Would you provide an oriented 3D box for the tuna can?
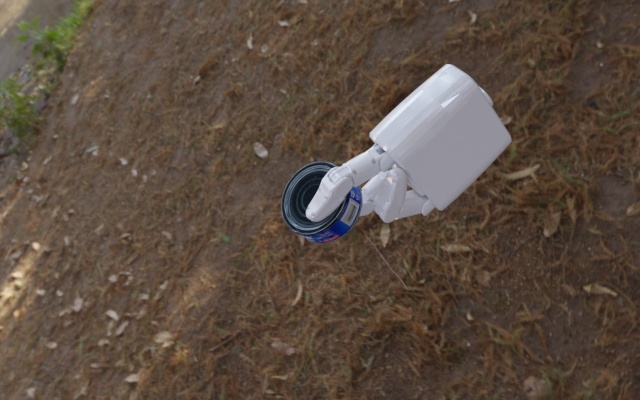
[{"bbox_3d":[0.000,0.002,0.517,0.086,0.086,0.034,0,-19,33],"label":"tuna can"}]
